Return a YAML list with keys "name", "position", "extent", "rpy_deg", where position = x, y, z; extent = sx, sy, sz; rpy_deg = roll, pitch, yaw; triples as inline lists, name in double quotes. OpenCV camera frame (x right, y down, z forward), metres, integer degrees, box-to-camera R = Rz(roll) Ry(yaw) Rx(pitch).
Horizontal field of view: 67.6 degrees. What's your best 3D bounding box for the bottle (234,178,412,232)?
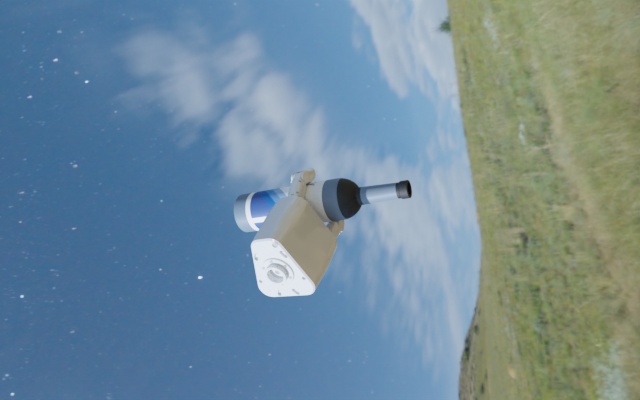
- name: "bottle"
  position: [0.000, 0.002, 0.769]
  extent: [0.296, 0.069, 0.069]
  rpy_deg: [-8, -4, 25]
